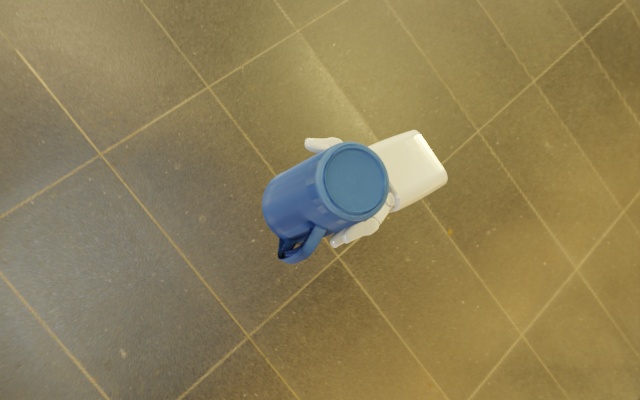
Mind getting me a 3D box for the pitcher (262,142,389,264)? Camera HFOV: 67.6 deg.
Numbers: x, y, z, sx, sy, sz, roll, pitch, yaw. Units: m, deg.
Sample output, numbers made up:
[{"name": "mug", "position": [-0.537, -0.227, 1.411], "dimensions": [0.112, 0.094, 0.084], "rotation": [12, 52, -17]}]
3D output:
[{"name": "pitcher", "position": [0.000, 0.002, 0.727], "dimensions": [0.145, 0.149, 0.243], "rotation": [-22, -1, -23]}]
